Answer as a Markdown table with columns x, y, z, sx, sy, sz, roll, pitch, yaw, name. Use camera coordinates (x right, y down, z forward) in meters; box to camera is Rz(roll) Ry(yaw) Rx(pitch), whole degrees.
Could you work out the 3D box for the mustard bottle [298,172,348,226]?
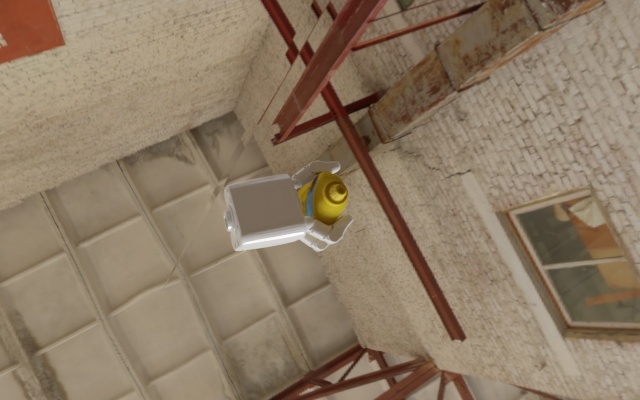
| x | y | z | sx | sy | sz | roll | pitch | yaw | name |
| --- | --- | --- | --- | --- | --- | --- | --- | --- | --- |
| 0.000 | 0.003 | 0.822 | 0.058 | 0.096 | 0.192 | 15 | -16 | -16 | mustard bottle |
